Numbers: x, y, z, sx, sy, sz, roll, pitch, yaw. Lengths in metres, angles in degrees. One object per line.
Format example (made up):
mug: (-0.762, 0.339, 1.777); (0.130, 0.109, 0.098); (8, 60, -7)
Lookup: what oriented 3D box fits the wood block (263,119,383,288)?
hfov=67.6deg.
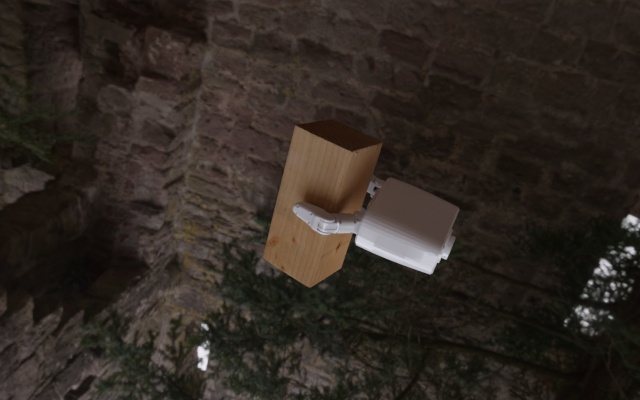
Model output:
wood block: (0.000, 0.003, 0.664); (0.090, 0.206, 0.091); (29, 27, 25)
